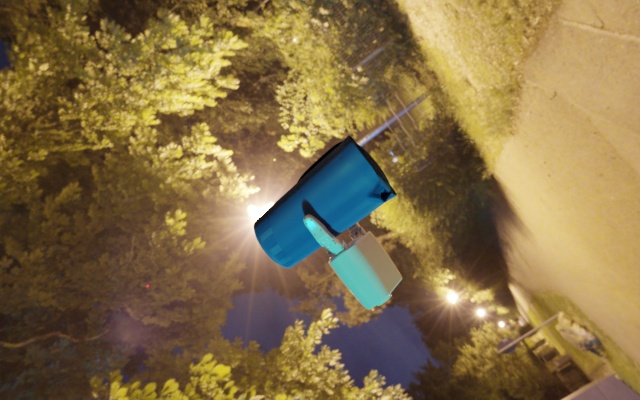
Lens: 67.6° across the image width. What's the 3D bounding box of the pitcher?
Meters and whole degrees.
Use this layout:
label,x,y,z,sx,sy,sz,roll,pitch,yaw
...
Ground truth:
label,x,y,z,sx,sy,sz,roll,pitch,yaw
pitcher,0.000,0.003,0.852,0.243,0.145,0.149,-38,-4,11
